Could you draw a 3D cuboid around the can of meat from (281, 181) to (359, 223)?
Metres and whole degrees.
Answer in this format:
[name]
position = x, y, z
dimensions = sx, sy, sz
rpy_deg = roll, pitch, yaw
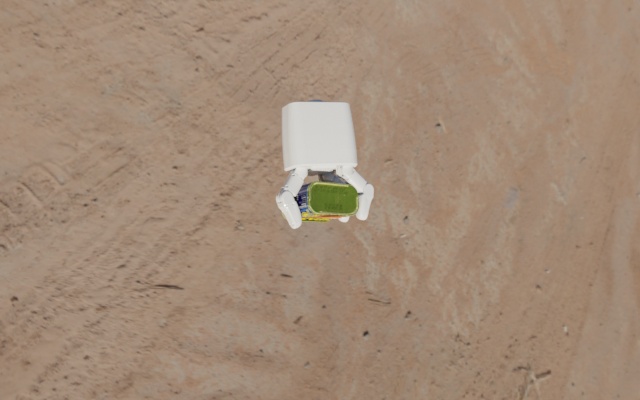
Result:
[can of meat]
position = 0.000, 0.003, 0.777
dimensions = 0.102, 0.057, 0.084
rpy_deg = 4, -10, -33
